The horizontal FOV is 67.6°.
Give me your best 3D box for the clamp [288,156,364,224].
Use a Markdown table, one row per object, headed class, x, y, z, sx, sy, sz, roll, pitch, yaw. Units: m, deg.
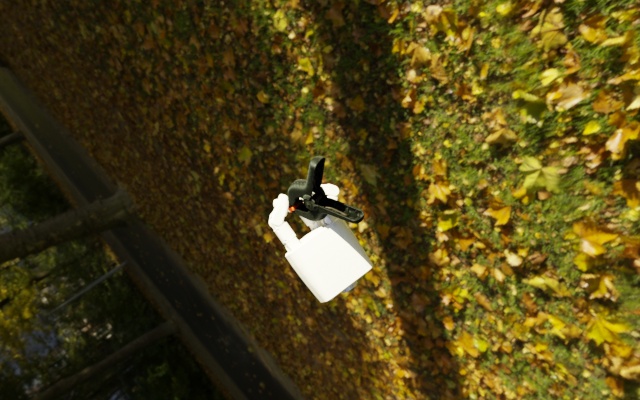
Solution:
| class | x | y | z | sx | sy | sz | roll | pitch | yaw |
| --- | --- | --- | --- | --- | --- | --- | --- | --- | --- |
| clamp | 0.000 | 0.003 | 0.775 | 0.039 | 0.120 | 0.171 | -35 | 0 | -26 |
